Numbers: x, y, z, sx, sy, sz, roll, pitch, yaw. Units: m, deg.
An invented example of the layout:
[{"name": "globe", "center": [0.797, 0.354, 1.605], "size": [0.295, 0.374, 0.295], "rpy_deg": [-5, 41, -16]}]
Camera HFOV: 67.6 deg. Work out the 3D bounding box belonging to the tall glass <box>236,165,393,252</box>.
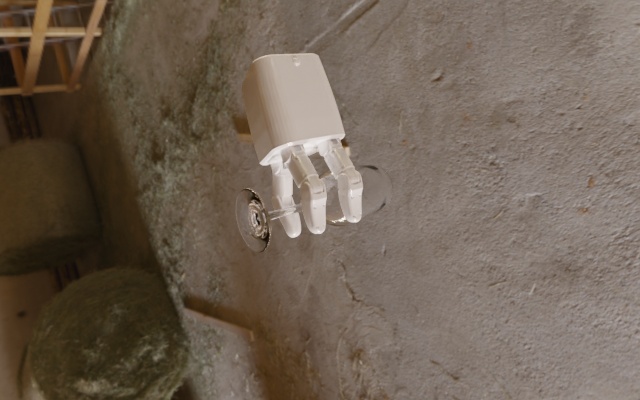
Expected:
[{"name": "tall glass", "center": [0.000, 0.002, 0.597], "size": [0.201, 0.079, 0.079], "rpy_deg": [-15, 9, -36]}]
